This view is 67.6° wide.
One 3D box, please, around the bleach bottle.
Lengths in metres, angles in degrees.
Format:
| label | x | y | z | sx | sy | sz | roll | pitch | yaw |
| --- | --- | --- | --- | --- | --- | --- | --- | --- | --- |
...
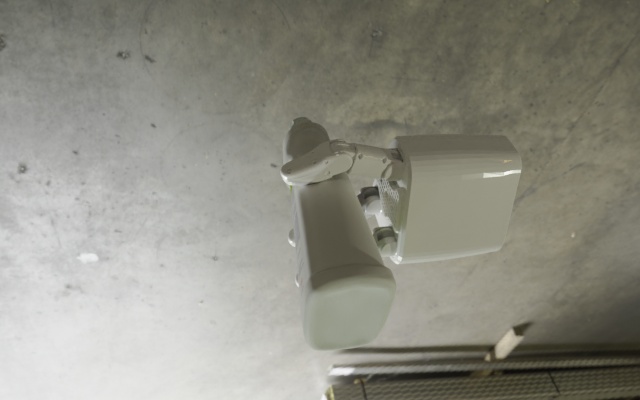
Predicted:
| label | x | y | z | sx | sy | sz | roll | pitch | yaw |
| --- | --- | --- | --- | --- | --- | --- | --- | --- | --- |
| bleach bottle | 0.000 | 0.002 | 0.440 | 0.068 | 0.250 | 0.103 | -4 | -44 | -10 |
